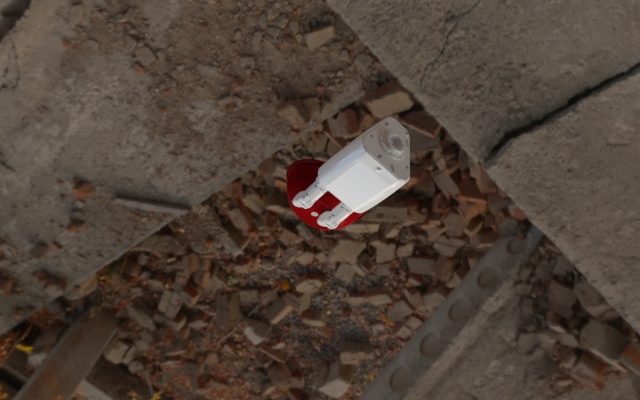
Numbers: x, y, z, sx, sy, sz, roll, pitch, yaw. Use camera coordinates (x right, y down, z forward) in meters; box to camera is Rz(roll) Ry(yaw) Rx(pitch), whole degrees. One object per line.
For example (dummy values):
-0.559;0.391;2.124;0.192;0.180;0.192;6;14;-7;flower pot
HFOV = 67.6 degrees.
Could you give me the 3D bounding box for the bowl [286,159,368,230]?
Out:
0.000;0.004;0.841;0.162;0.055;0.162;21;-32;14;bowl
